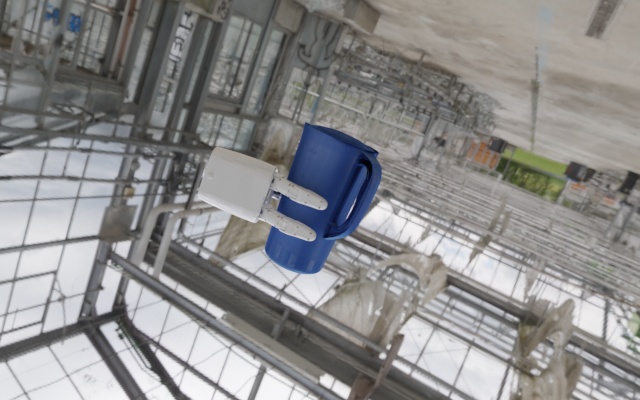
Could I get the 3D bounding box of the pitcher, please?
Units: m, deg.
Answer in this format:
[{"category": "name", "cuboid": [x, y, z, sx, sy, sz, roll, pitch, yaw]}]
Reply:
[{"category": "pitcher", "cuboid": [0.000, 0.003, 0.807, 0.145, 0.243, 0.149, 22, 12, -1]}]
